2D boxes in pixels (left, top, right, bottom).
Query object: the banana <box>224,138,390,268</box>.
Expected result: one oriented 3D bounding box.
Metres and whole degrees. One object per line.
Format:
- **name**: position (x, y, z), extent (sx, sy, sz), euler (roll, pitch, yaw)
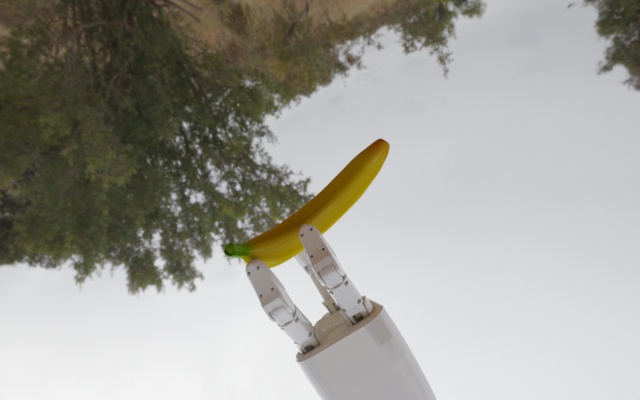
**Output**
- **banana**: position (-0.004, 0.011, 0.476), extent (0.197, 0.037, 0.070), euler (-37, -16, -20)
